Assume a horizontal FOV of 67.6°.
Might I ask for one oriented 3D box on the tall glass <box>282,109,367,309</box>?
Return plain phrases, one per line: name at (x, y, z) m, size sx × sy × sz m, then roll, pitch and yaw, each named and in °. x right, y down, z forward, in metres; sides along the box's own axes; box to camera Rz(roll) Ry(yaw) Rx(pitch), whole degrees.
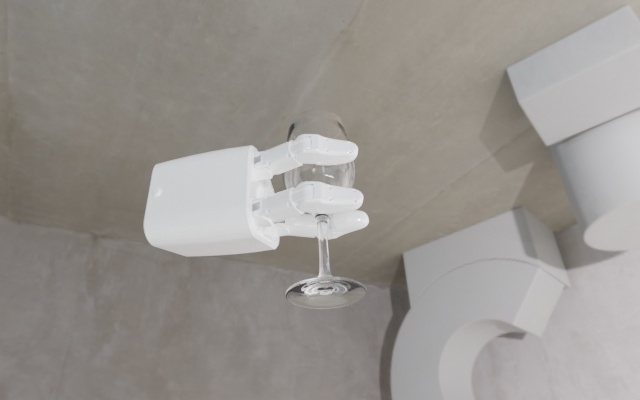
tall glass at (0.000, 0.002, 0.486) m, size 0.079 × 0.201 × 0.079 m, roll -2°, pitch -32°, yaw -1°
